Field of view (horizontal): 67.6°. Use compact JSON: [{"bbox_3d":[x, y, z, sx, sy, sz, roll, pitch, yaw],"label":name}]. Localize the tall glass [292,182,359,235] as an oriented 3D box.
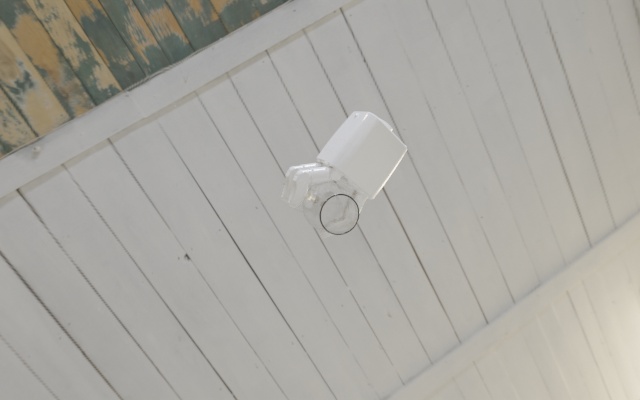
[{"bbox_3d":[0.000,0.003,0.789,0.079,0.079,0.201,0,11,-17],"label":"tall glass"}]
